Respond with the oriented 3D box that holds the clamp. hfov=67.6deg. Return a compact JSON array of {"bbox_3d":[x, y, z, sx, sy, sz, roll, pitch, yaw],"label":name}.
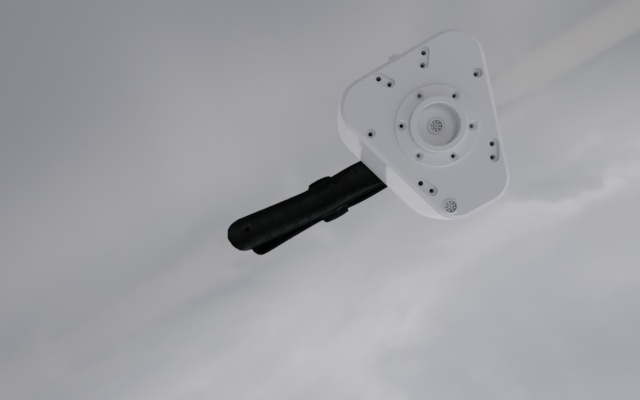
[{"bbox_3d":[0.001,0.002,0.406,0.171,0.039,0.120,-31,-2,5],"label":"clamp"}]
